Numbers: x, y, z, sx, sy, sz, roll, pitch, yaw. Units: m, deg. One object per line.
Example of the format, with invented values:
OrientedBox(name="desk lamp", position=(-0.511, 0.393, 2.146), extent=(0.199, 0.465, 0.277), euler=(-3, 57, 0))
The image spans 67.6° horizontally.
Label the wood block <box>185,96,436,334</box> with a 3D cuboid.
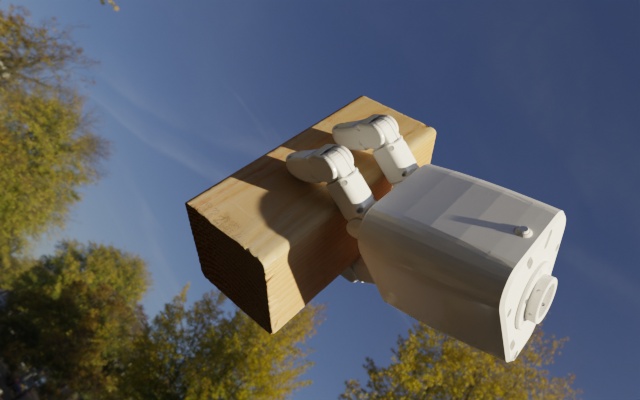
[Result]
OrientedBox(name="wood block", position=(0.000, 0.002, 0.414), extent=(0.090, 0.091, 0.206), euler=(32, 51, 29))
